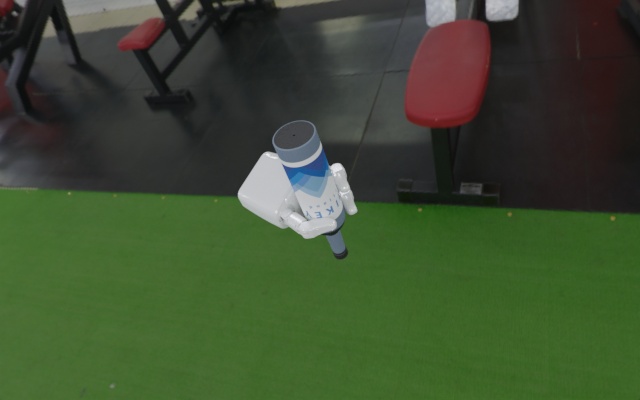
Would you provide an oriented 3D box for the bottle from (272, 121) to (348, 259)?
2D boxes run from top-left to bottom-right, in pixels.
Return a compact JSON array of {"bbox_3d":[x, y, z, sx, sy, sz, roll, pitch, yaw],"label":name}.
[{"bbox_3d":[0.000,0.002,0.795,0.069,0.069,0.296,0,-42,21],"label":"bottle"}]
